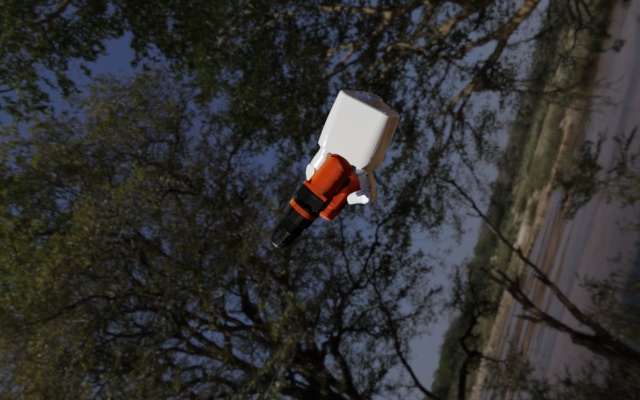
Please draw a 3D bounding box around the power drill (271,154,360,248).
[{"bbox_3d":[0.000,0.002,0.842,0.057,0.184,0.187,43,11,9],"label":"power drill"}]
